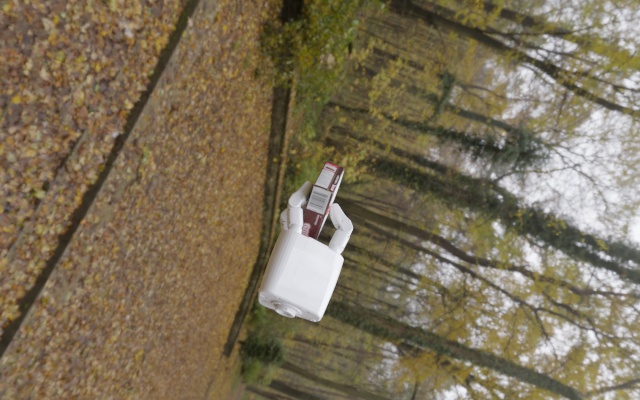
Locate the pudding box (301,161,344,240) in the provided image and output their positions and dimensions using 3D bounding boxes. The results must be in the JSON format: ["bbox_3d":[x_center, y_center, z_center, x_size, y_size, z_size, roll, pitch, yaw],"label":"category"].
[{"bbox_3d":[0.000,0.003,0.822,0.039,0.114,0.090,22,35,1],"label":"pudding box"}]
